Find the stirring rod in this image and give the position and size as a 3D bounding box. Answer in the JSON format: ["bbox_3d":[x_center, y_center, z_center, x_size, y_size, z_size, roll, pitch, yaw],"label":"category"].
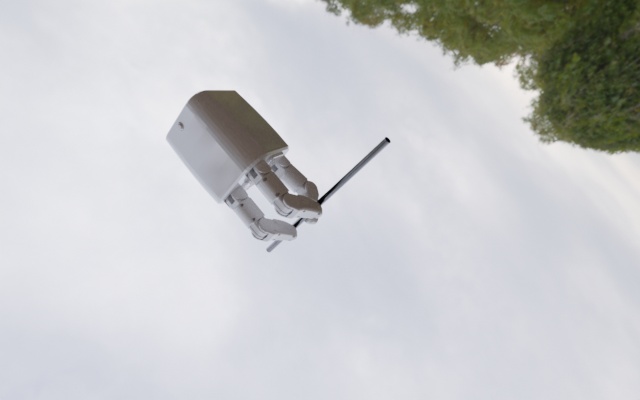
[{"bbox_3d":[0.000,0.002,0.569,0.011,0.011,0.240,0,-33,-44],"label":"stirring rod"}]
